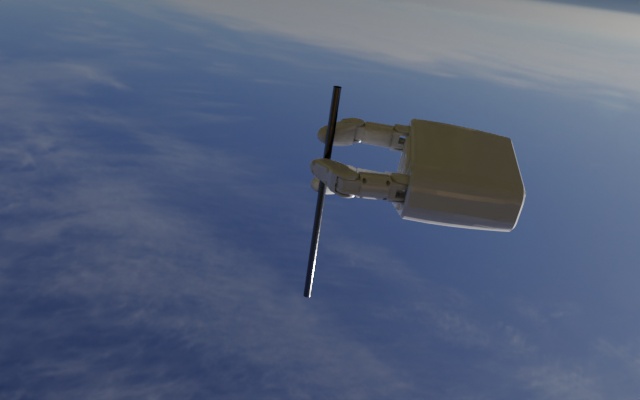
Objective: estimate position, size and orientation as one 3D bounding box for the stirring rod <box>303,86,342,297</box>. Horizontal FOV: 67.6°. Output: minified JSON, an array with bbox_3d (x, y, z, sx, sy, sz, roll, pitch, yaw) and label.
[{"bbox_3d":[0.000,0.002,0.496,0.011,0.240,0.011,7,26,-3],"label":"stirring rod"}]
